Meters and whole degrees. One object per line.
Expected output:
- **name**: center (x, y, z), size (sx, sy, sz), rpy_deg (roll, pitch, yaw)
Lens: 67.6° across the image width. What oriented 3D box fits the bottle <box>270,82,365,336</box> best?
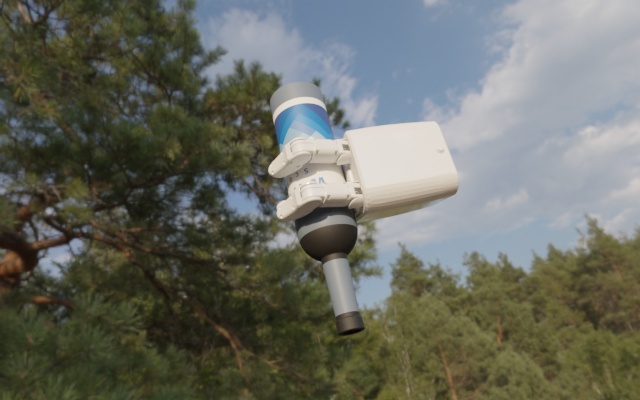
- **bottle**: center (0.000, 0.002, 0.536), size (0.069, 0.295, 0.069), rpy_deg (-11, -26, -5)
